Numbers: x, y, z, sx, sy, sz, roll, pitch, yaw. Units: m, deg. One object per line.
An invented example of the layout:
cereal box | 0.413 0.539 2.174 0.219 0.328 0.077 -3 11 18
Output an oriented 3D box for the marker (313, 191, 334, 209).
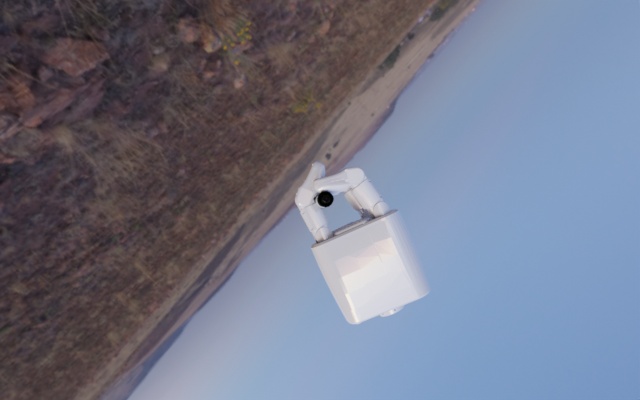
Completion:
marker | 0.000 0.002 0.601 0.020 0.020 0.121 0 -4 -6
